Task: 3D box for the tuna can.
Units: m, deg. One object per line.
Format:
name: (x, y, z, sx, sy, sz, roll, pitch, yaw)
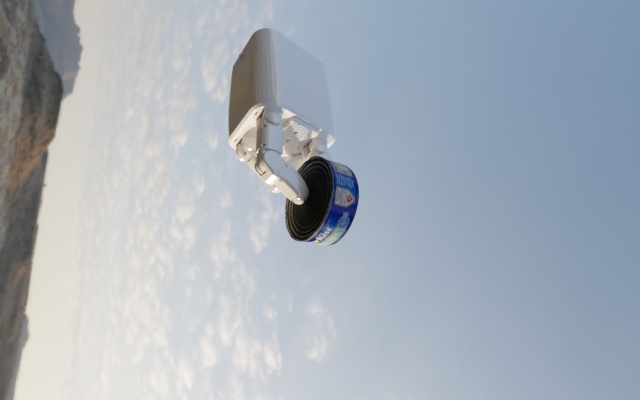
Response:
tuna can: (0.001, 0.002, 0.473, 0.034, 0.086, 0.086, 15, -8, -31)
